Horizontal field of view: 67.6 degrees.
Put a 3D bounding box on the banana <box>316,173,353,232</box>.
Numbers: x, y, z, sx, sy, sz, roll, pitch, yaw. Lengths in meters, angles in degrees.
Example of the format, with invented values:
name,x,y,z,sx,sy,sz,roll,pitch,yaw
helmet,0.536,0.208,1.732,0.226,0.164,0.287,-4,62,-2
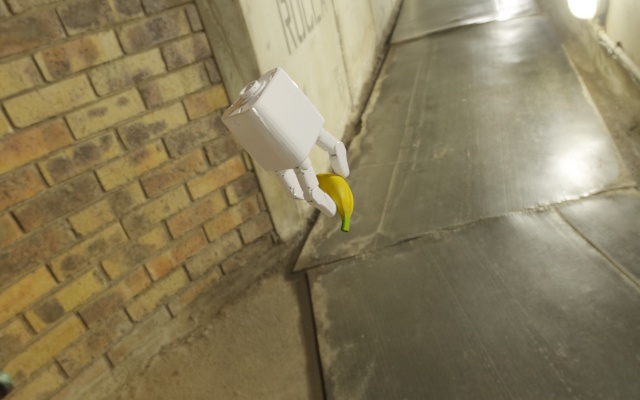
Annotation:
name,x,y,z,sx,sy,sz,roll,pitch,yaw
banana,0.010,-0.013,0.785,0.037,0.069,0.197,25,7,-24
